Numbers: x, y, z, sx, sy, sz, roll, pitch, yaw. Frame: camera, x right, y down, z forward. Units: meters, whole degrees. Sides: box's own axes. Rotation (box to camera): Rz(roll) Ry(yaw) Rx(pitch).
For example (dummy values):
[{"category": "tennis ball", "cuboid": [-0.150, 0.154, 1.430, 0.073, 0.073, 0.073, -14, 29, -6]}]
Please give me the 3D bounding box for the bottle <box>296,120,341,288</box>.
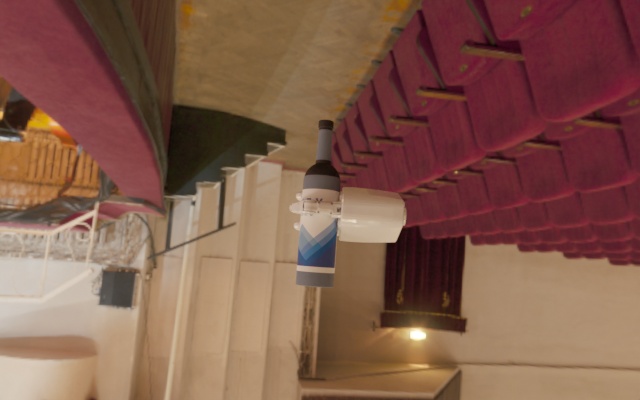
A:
[{"category": "bottle", "cuboid": [0.000, 0.003, 0.848, 0.069, 0.295, 0.069, 4, -7, 0]}]
